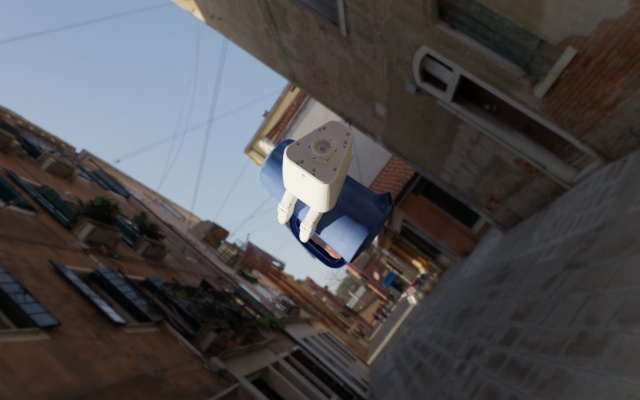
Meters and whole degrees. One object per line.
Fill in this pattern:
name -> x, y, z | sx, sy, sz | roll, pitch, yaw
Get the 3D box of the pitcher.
pitcher -> 0.000, 0.003, 0.890 | 0.243, 0.149, 0.145 | 37, -20, 13
